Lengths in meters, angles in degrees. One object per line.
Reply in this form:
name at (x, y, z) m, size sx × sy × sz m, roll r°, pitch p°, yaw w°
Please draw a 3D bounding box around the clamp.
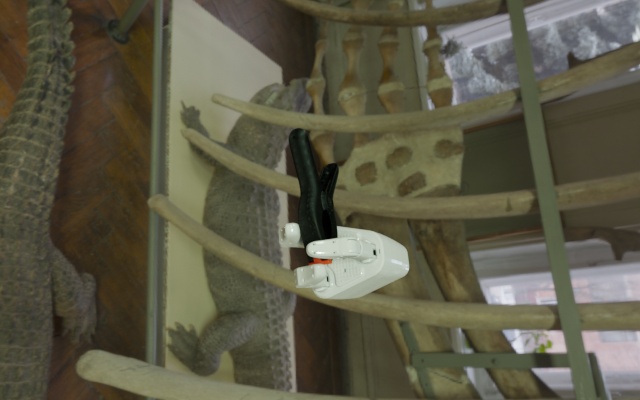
clamp at (0.001, 0.002, 0.620) m, size 0.039 × 0.171 × 0.120 m, roll -12°, pitch -17°, yaw 28°
